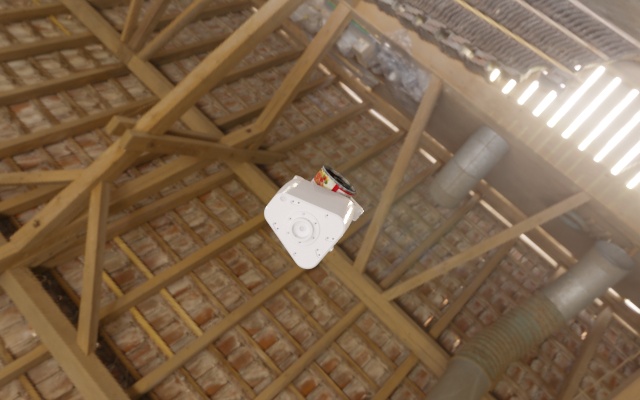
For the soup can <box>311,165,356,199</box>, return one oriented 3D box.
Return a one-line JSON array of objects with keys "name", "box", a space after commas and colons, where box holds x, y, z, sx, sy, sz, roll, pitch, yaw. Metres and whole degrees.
[{"name": "soup can", "box": [0.000, 0.003, 0.782, 0.068, 0.102, 0.068, 37, 15, -11]}]
